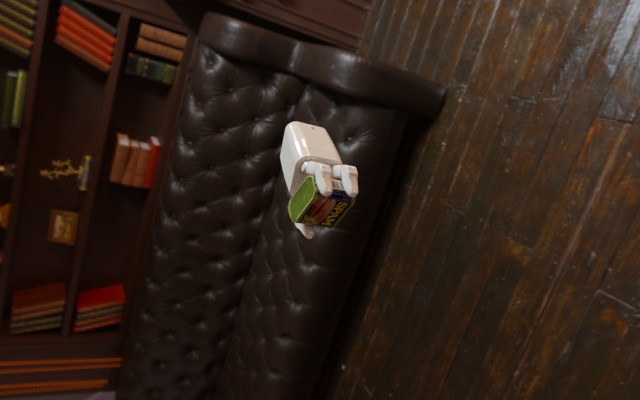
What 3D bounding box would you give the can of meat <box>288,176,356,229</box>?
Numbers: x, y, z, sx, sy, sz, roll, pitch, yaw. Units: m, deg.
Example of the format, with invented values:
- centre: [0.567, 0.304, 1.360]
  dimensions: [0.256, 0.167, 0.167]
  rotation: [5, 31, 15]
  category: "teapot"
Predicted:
- centre: [0.000, 0.003, 0.868]
  dimensions: [0.084, 0.057, 0.102]
  rotation: [8, -43, -31]
  category: "can of meat"
